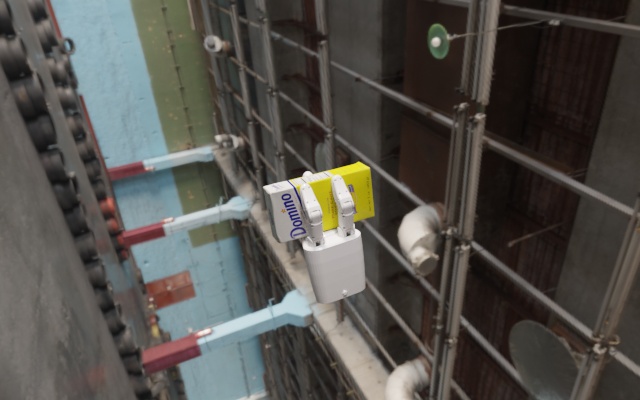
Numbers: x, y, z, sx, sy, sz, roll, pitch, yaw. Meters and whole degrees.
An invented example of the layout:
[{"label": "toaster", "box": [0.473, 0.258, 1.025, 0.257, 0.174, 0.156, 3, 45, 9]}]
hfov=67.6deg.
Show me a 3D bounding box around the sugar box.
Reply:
[{"label": "sugar box", "box": [0.000, 0.003, 0.795, 0.176, 0.093, 0.048, -17, 24, -19]}]
